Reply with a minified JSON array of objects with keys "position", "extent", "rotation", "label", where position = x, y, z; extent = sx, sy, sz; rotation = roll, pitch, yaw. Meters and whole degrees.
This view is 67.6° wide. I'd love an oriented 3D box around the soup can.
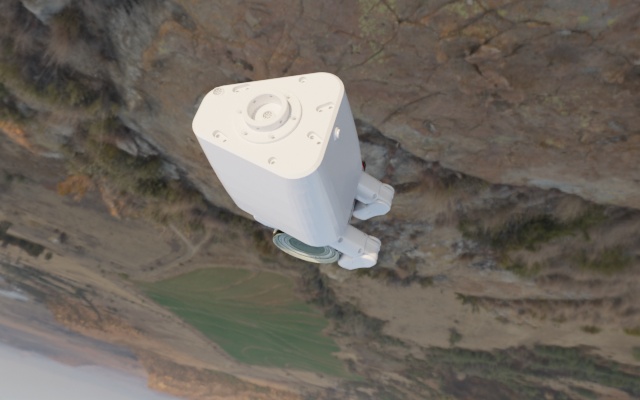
[{"position":[0.000,0.002,0.465],"extent":[0.068,0.102,0.068],"rotation":[14,-26,7],"label":"soup can"}]
